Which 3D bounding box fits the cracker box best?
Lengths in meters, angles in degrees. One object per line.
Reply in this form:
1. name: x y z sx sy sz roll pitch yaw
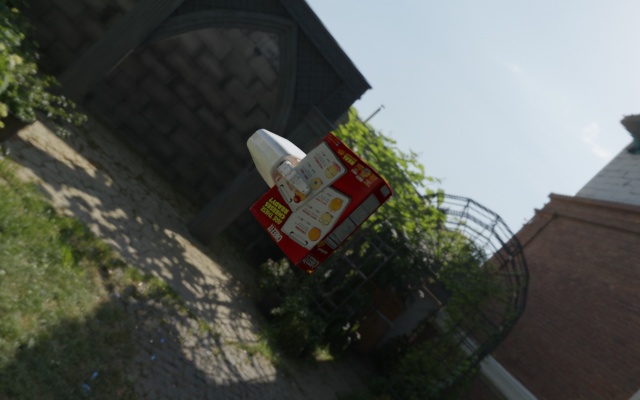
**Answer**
1. cracker box: 0.000 0.003 0.879 0.164 0.213 0.072 46 0 36
